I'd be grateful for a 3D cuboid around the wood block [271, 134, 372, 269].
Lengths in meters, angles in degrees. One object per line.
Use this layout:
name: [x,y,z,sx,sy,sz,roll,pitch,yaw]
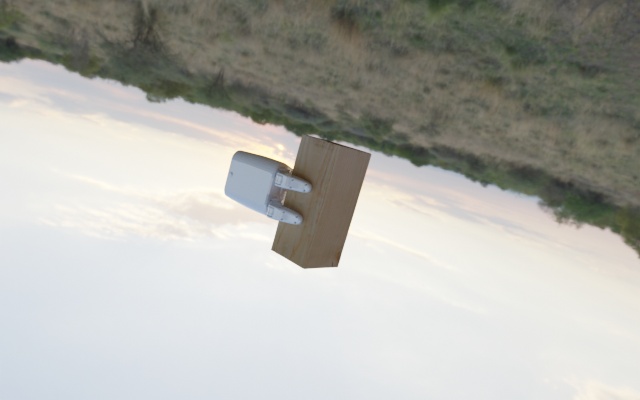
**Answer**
wood block: [0.000,0.003,0.813,0.090,0.206,0.091,23,11,40]
